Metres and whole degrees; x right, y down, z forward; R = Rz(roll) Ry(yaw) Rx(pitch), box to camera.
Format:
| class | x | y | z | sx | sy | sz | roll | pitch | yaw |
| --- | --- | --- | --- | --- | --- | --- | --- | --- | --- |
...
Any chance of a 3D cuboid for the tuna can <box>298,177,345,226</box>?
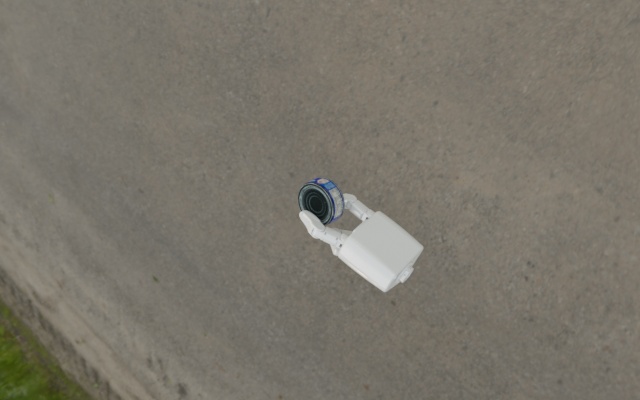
| class | x | y | z | sx | sy | sz | roll | pitch | yaw |
| --- | --- | --- | --- | --- | --- | --- | --- | --- | --- |
| tuna can | 0.000 | 0.003 | 0.865 | 0.086 | 0.086 | 0.033 | 0 | 19 | 42 |
